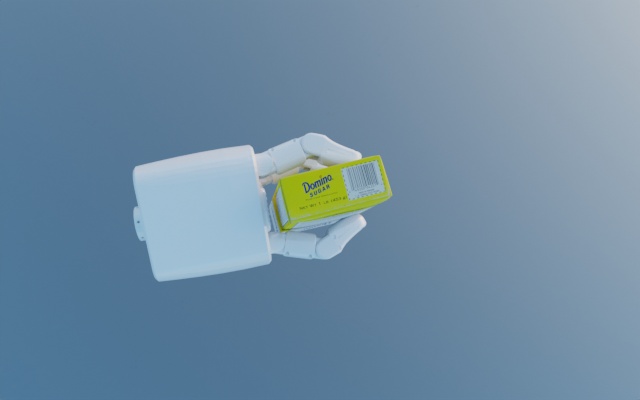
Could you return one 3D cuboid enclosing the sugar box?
[{"bbox_3d":[0.000,0.001,0.485,0.093,0.048,0.176,-13,-3,-11],"label":"sugar box"}]
